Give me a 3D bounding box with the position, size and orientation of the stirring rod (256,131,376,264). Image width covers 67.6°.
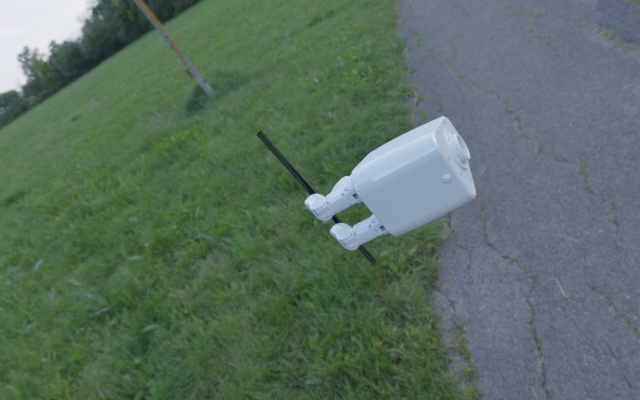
[{"bbox_3d":[0.000,0.002,0.618,0.240,0.011,0.011,48,-23,-22],"label":"stirring rod"}]
